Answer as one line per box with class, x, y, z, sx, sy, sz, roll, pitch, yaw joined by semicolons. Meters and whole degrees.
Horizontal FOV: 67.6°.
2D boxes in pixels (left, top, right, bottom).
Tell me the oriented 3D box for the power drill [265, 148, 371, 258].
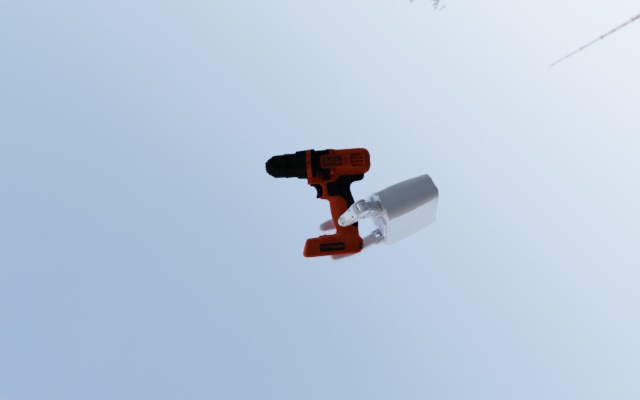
power drill;0.000;0.003;0.829;0.184;0.187;0.057;-4;-1;4
